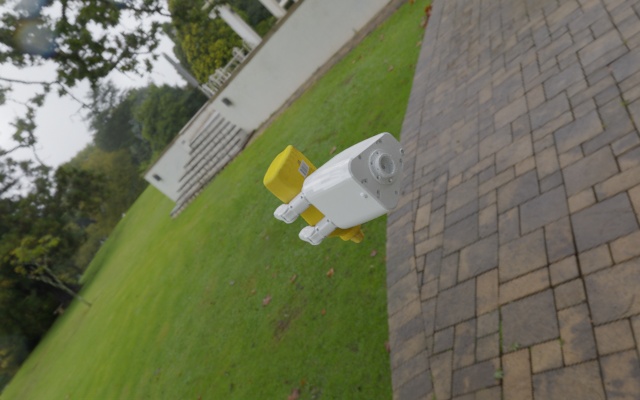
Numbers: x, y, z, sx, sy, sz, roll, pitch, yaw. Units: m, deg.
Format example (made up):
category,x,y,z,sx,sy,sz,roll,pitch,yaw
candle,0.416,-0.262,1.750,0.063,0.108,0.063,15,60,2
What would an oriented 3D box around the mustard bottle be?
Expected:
category,x,y,z,sx,sy,sz,roll,pitch,yaw
mustard bottle,0.000,0.002,0.766,0.058,0.192,0.096,-38,20,30
